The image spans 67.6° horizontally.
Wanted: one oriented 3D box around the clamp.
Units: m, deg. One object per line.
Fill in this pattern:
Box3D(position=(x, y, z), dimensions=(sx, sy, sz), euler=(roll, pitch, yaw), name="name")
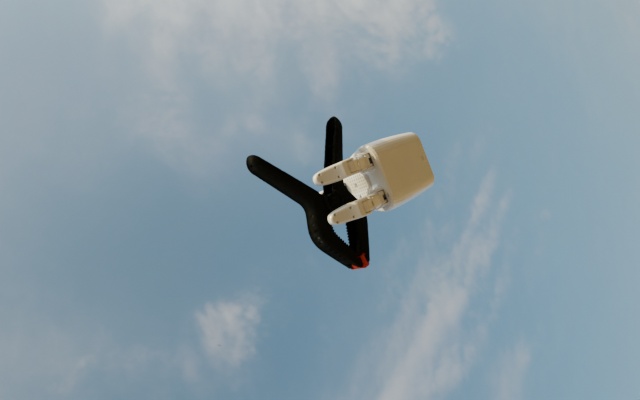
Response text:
Box3D(position=(0.000, 0.003, 0.638), dimensions=(0.164, 0.210, 0.036), euler=(-23, 2, -36), name="clamp")
